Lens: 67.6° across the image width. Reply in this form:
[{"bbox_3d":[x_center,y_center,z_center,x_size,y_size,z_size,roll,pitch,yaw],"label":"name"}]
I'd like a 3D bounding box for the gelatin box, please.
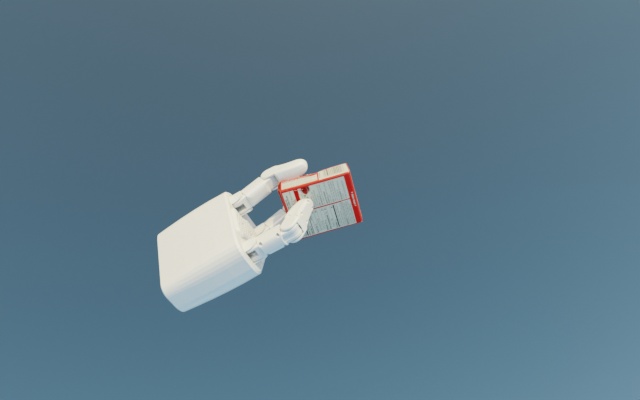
[{"bbox_3d":[0.000,0.002,0.586,0.089,0.073,0.030,-16,29,3],"label":"gelatin box"}]
